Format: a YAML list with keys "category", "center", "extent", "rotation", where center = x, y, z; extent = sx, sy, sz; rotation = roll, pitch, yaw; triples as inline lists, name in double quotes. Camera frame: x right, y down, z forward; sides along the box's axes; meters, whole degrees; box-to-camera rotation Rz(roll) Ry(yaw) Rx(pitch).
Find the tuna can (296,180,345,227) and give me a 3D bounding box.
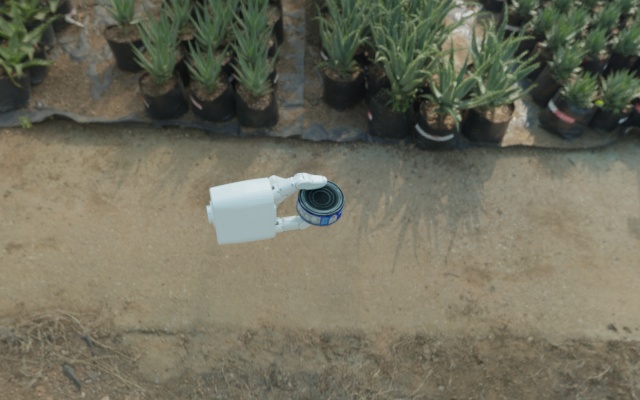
- category: "tuna can"
  center: [0.000, 0.002, 0.860]
  extent: [0.086, 0.086, 0.034]
  rotation: [0, -38, -9]
